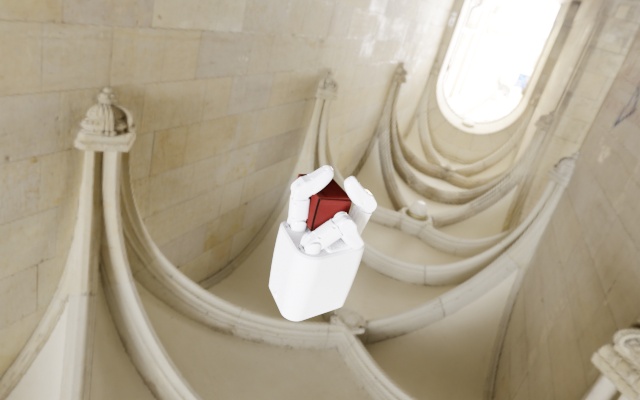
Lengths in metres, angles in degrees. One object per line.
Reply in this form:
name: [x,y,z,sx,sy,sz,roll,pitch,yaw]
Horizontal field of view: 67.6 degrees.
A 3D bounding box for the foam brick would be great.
foam brick: [0.000,0.002,0.661,0.053,0.051,0.078,2,27,-25]
